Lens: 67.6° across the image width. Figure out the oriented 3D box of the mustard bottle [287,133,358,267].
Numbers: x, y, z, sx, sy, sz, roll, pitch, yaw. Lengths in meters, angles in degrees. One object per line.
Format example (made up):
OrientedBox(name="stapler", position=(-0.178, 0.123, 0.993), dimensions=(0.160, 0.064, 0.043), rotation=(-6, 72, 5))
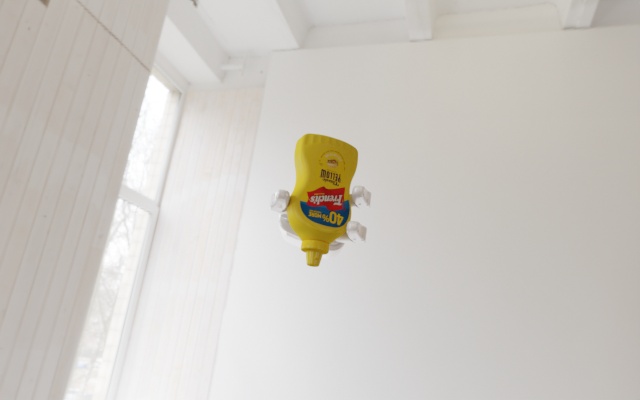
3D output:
OrientedBox(name="mustard bottle", position=(0.000, 0.002, 0.705), dimensions=(0.096, 0.191, 0.058), rotation=(15, -19, -23))
